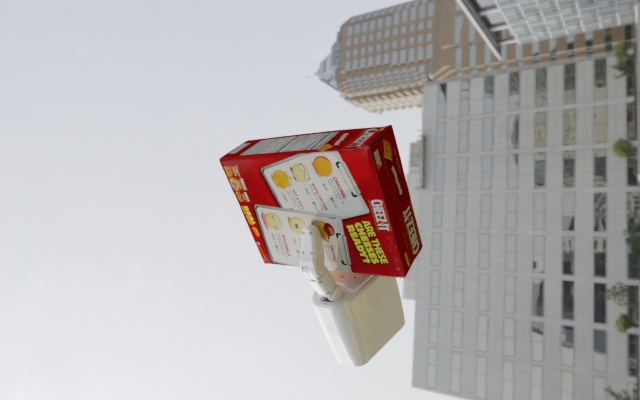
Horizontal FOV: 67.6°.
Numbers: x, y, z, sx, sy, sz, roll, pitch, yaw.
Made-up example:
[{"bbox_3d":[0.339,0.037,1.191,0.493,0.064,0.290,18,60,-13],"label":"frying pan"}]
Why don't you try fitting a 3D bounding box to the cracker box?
[{"bbox_3d":[0.000,0.002,0.581,0.213,0.164,0.072,-1,31,35],"label":"cracker box"}]
